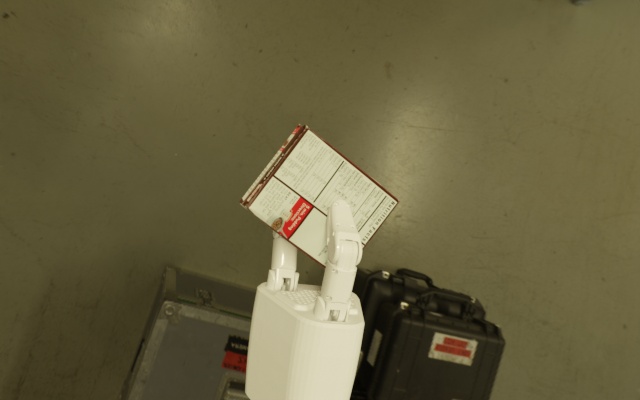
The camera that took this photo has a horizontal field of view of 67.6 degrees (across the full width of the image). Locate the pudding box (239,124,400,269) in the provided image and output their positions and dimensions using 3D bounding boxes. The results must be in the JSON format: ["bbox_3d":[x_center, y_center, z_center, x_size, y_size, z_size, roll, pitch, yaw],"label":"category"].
[{"bbox_3d":[0.000,0.001,0.424,0.113,0.090,0.039,38,-2,-19],"label":"pudding box"}]
